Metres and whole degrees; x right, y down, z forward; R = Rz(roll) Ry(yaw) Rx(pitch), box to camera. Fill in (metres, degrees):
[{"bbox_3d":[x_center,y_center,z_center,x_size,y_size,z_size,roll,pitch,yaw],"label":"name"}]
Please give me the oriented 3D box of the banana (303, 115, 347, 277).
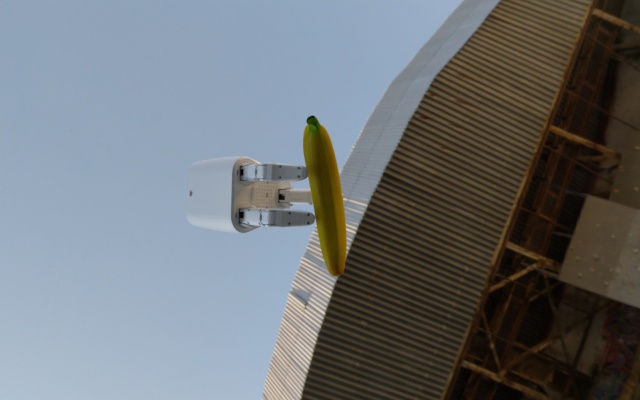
[{"bbox_3d":[0.004,-0.008,0.570,0.037,0.198,0.069,-5,21,16],"label":"banana"}]
